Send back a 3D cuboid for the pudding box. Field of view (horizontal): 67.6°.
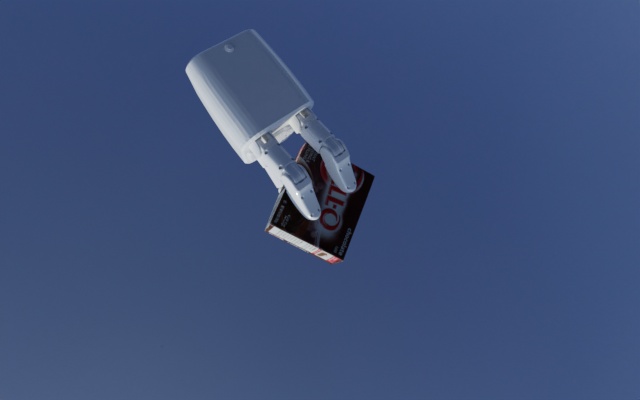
[{"bbox_3d":[0.000,0.002,0.533,0.090,0.113,0.039,27,-21,-11],"label":"pudding box"}]
